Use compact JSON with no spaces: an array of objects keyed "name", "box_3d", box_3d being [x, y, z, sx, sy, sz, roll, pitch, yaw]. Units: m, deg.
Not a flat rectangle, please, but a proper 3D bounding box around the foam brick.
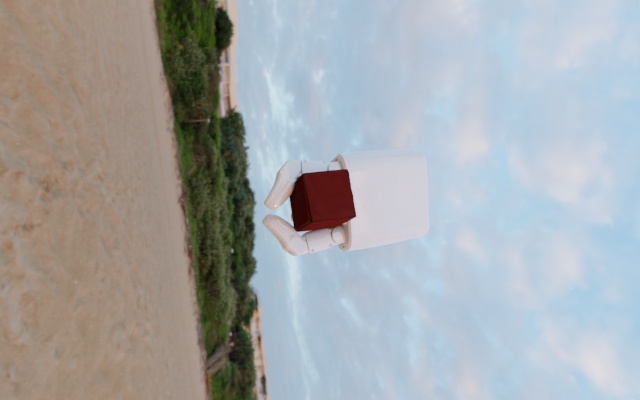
[{"name":"foam brick","box_3d":[0.000,0.002,0.521,0.051,0.053,0.078,-6,-9,-16]}]
